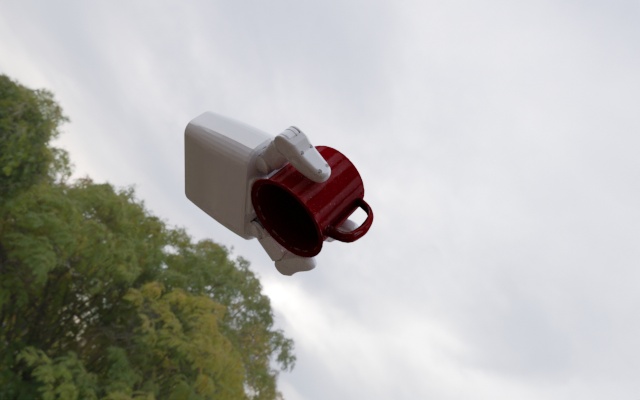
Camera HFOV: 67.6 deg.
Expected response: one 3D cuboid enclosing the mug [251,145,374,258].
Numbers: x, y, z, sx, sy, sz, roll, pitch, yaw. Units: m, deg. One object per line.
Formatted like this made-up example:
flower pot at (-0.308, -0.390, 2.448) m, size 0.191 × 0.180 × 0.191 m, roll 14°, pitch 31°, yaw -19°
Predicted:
mug at (0.001, 0.002, 0.477) m, size 0.117 × 0.093 × 0.081 m, roll 27°, pitch 51°, yaw 29°
